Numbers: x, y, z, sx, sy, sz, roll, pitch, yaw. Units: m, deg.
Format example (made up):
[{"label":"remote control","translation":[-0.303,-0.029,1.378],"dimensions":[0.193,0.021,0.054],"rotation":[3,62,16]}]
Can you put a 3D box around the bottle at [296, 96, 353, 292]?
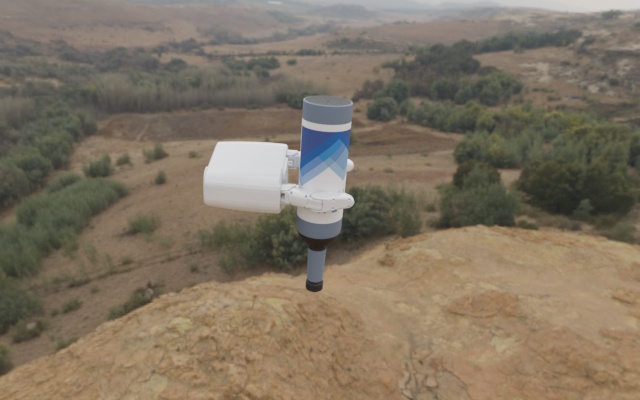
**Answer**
[{"label":"bottle","translation":[0.000,0.002,0.692],"dimensions":[0.069,0.296,0.069],"rotation":[4,24,-2]}]
